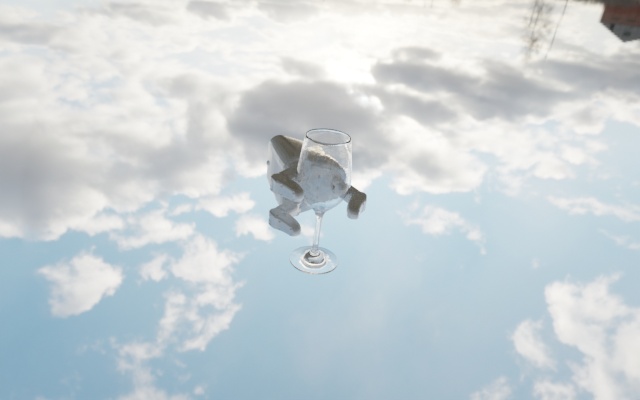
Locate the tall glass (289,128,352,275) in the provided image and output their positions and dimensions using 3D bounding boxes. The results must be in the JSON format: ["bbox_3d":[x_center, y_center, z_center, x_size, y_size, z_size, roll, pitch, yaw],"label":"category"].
[{"bbox_3d":[0.000,0.003,0.680,0.079,0.201,0.079,5,27,-3],"label":"tall glass"}]
